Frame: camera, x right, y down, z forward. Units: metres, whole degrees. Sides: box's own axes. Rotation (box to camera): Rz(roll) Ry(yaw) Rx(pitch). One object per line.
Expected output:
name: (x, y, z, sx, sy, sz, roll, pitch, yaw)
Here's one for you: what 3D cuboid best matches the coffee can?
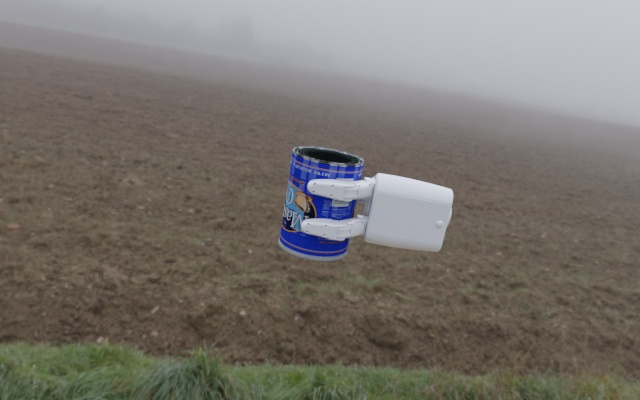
coffee can: (0.000, 0.002, 0.684, 0.103, 0.140, 0.102, 9, 16, -3)
